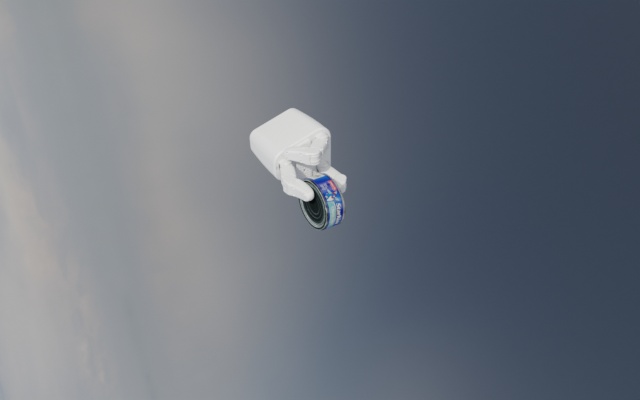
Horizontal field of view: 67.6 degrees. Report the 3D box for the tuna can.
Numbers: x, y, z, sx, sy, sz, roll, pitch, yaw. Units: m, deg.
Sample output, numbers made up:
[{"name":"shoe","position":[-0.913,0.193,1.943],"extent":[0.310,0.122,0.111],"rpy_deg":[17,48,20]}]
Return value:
[{"name":"tuna can","position":[0.000,0.003,0.745],"extent":[0.033,0.086,0.086],"rpy_deg":[-20,10,-28]}]
